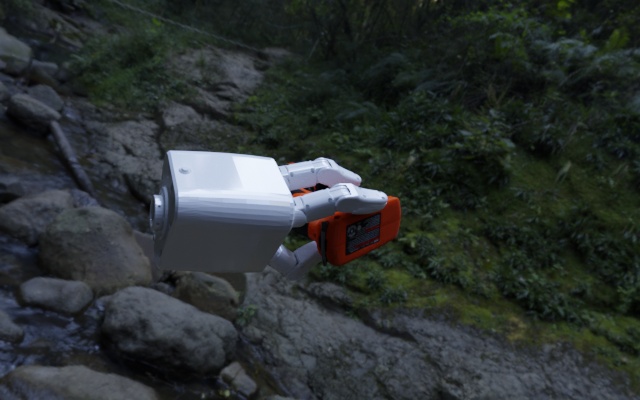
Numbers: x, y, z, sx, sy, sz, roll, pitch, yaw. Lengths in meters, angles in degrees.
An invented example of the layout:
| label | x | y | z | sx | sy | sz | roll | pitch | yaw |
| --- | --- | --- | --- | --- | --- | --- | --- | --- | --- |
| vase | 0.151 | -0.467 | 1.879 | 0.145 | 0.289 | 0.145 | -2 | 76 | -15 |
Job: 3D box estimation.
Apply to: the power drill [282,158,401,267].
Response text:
| label | x | y | z | sx | sy | sz | roll | pitch | yaw |
| --- | --- | --- | --- | --- | --- | --- | --- | --- | --- |
| power drill | 0.000 | 0.002 | 0.565 | 0.184 | 0.057 | 0.187 | -22 | 30 | -37 |
